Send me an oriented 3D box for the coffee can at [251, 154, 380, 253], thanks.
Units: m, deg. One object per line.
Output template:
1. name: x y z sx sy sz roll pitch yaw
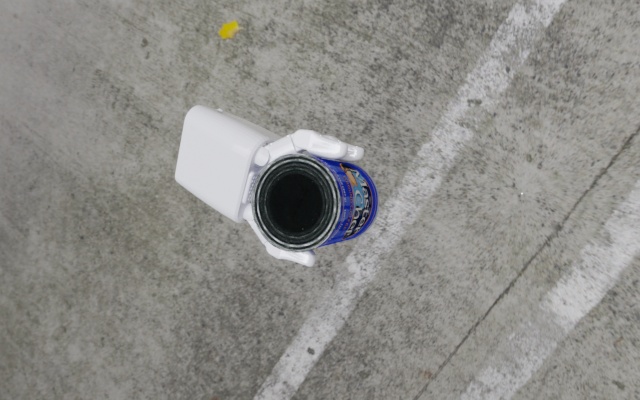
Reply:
1. coffee can: 0.000 0.002 0.552 0.103 0.103 0.140 0 1 23
